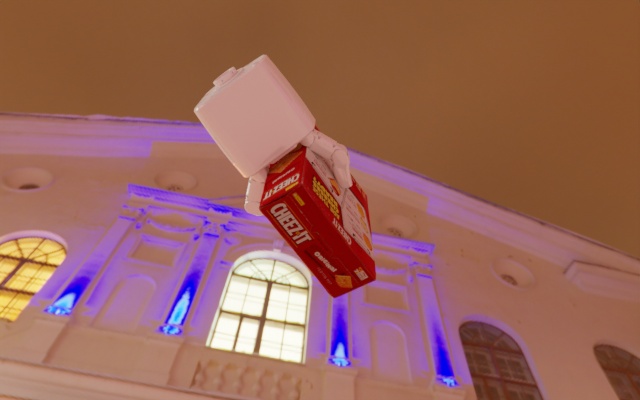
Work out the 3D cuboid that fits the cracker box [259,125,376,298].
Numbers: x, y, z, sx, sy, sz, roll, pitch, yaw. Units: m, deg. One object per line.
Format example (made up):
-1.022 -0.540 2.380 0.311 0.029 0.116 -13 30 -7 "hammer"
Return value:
0.000 0.002 0.655 0.072 0.164 0.213 -30 24 18 "cracker box"
